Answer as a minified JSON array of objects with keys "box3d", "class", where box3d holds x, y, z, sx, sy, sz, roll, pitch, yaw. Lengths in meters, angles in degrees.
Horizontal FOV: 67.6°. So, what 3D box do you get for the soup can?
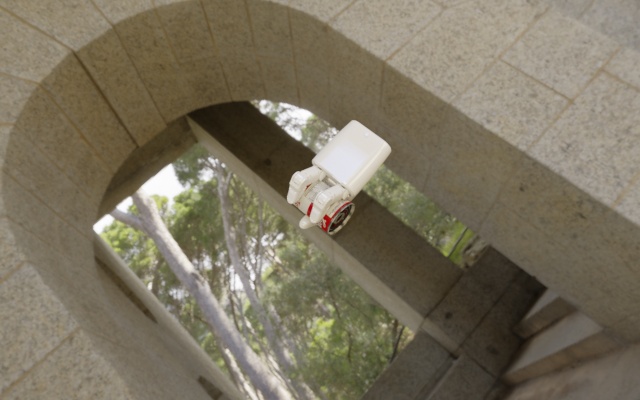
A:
[{"box3d":[0.000,0.003,0.836,0.102,0.068,0.068,39,16,20],"class":"soup can"}]
